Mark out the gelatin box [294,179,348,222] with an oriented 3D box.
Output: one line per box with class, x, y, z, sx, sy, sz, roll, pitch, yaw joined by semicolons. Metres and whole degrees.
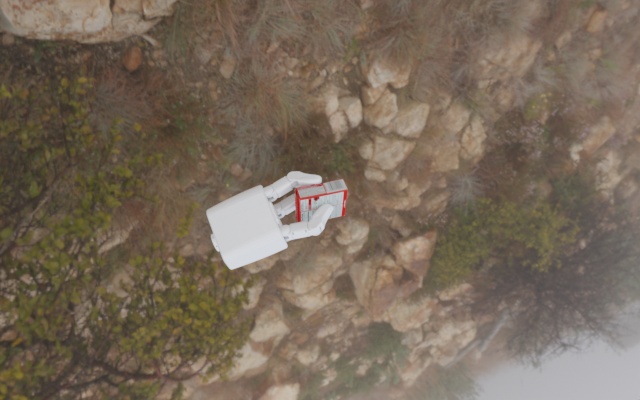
gelatin box;0.001;0.003;0.833;0.089;0.030;0.073;-11;-39;-11
